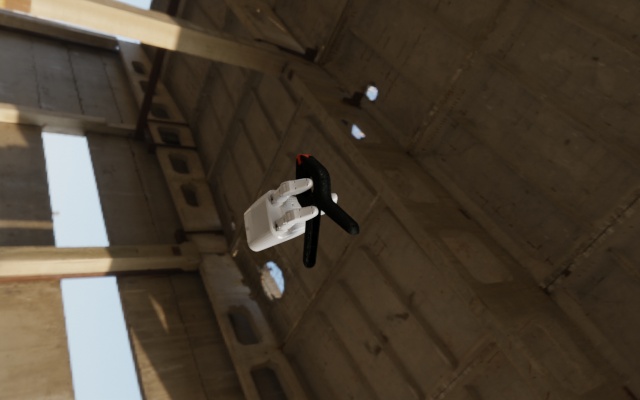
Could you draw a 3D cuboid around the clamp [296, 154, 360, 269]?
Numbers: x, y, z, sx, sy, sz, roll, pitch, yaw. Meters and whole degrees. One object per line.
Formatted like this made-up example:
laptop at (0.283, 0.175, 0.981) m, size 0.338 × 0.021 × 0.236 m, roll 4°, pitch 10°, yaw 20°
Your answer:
clamp at (0.001, 0.002, 0.872) m, size 0.036 × 0.210 × 0.164 m, roll 2°, pitch -22°, yaw -36°
